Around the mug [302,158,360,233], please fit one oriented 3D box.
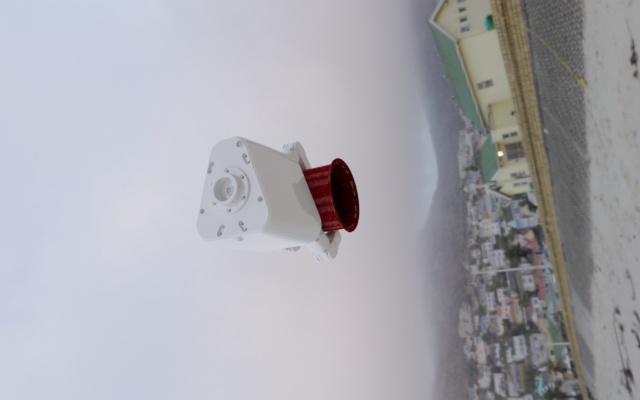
[{"bbox_3d":[0.001,0.002,0.614,0.081,0.093,0.117,-11,-14,24],"label":"mug"}]
